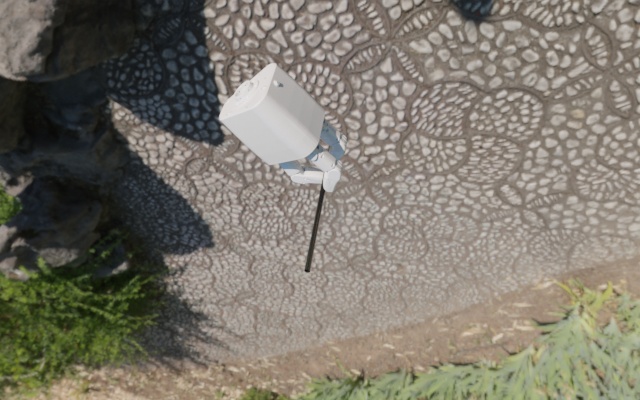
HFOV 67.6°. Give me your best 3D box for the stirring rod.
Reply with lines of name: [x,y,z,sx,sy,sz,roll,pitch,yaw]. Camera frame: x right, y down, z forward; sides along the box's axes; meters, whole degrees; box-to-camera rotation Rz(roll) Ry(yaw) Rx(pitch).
stirring rod: [0.000,0.002,0.718,0.011,0.239,0.011,7,-38,5]
